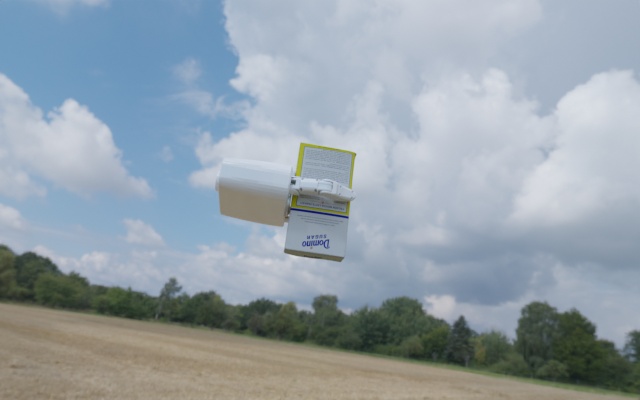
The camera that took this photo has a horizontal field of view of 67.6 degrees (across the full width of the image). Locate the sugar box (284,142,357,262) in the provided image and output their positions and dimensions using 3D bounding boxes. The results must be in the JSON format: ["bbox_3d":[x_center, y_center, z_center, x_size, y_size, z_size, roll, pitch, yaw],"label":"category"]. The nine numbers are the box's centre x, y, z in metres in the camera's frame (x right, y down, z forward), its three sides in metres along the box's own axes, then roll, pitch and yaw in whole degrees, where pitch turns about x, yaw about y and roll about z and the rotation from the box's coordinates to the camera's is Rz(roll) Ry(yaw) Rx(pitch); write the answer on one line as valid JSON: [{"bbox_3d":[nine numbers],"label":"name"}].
[{"bbox_3d":[0.000,0.002,0.748,0.093,0.176,0.048,9,-17,-4],"label":"sugar box"}]
